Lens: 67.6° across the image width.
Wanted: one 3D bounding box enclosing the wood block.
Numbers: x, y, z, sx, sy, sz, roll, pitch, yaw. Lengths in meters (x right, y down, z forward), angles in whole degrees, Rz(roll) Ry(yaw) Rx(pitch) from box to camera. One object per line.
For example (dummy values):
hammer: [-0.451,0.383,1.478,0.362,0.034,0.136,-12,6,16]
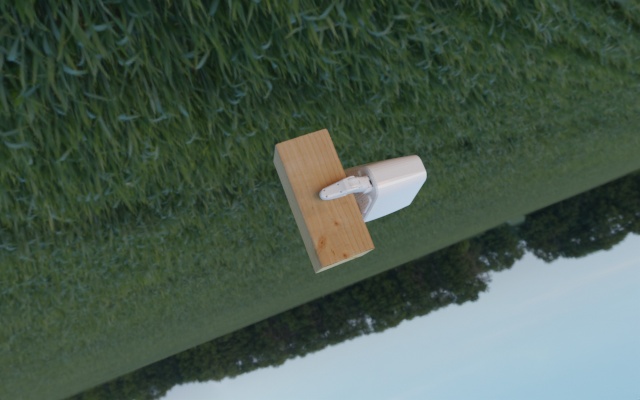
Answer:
wood block: [0.001,0.002,0.777,0.090,0.206,0.091,-19,-10,-12]
